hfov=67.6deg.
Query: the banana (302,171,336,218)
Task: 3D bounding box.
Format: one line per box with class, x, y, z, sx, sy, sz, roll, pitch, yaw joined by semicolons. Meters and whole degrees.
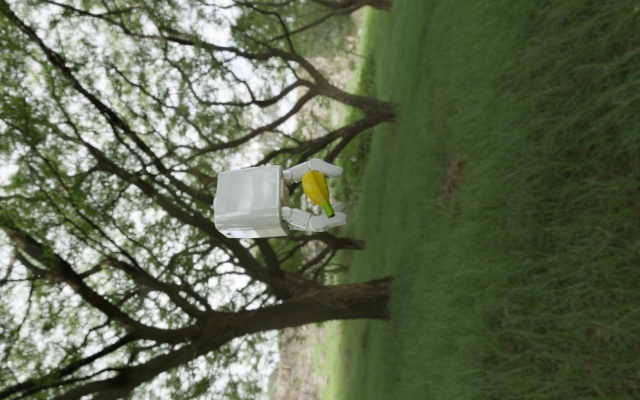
banana;-0.005;-0.015;0.763;0.037;0.069;0.198;-16;6;2
